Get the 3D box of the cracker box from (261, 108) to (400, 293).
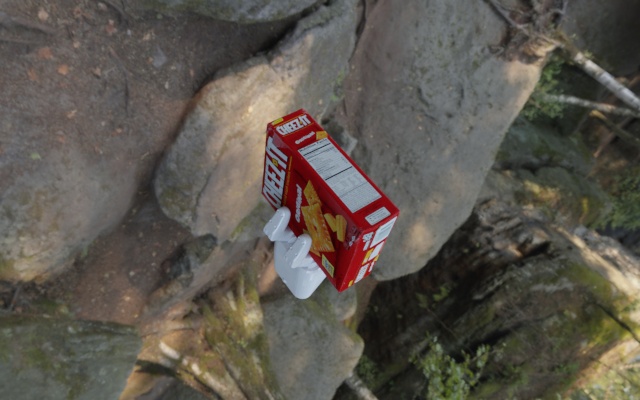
[{"bbox_3d":[0.000,0.002,0.683,0.072,0.213,0.164,-28,-27,-28],"label":"cracker box"}]
